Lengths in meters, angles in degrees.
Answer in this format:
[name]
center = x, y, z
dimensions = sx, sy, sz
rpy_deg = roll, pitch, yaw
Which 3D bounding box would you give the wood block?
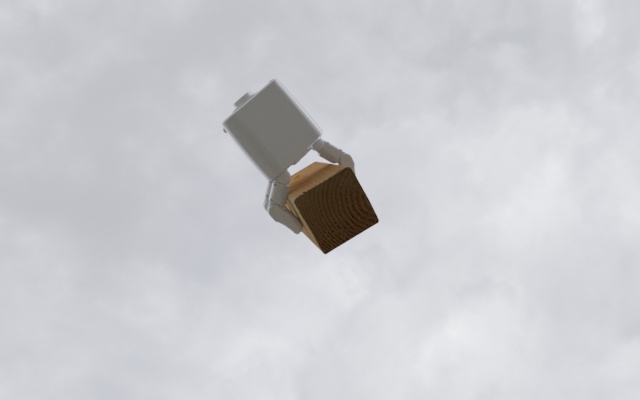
[wood block]
center = 0.000, 0.002, 0.729
dimensions = 0.091, 0.090, 0.206
rpy_deg = -31, 12, -7
